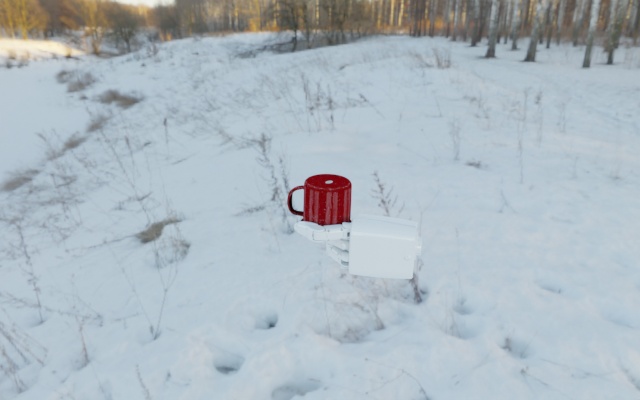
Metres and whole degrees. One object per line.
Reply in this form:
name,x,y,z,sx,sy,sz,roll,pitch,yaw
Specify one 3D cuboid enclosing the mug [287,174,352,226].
mug,-0.001,0.002,0.823,0.117,0.081,0.093,6,22,10
